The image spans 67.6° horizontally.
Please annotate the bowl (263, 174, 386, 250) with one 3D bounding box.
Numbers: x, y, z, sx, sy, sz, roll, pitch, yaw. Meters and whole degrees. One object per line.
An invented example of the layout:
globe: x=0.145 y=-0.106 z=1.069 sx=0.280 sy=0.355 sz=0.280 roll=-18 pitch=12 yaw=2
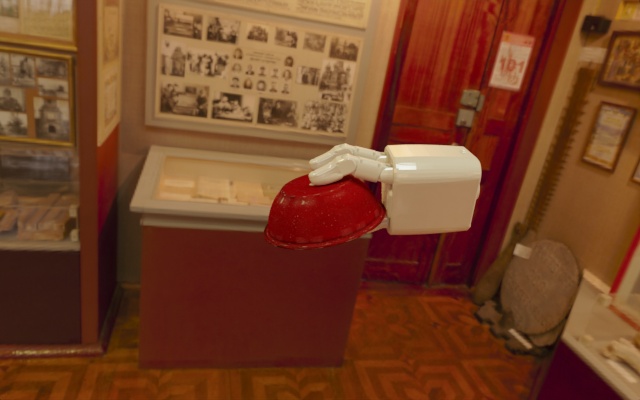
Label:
bowl: x=-0.001 y=0.002 z=0.609 sx=0.162 sy=0.055 sz=0.162 roll=-11 pitch=20 yaw=4
